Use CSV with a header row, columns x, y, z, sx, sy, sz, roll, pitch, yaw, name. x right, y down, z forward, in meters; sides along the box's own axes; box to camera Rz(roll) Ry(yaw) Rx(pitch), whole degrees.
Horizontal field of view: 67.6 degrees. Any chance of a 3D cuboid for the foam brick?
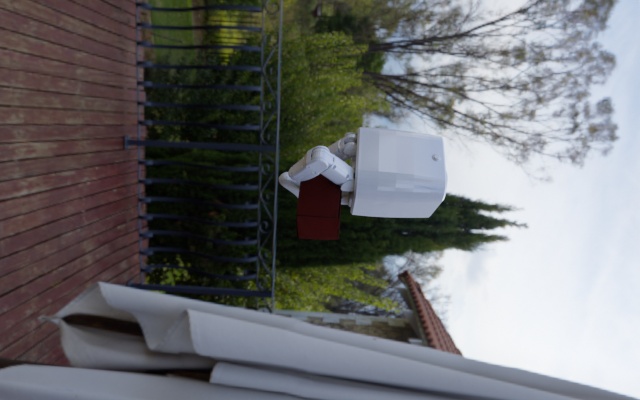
x,y,z,sx,sy,sz,roll,pitch,yaw,name
0.000,0.002,0.578,0.051,0.078,0.053,5,-33,2,foam brick
